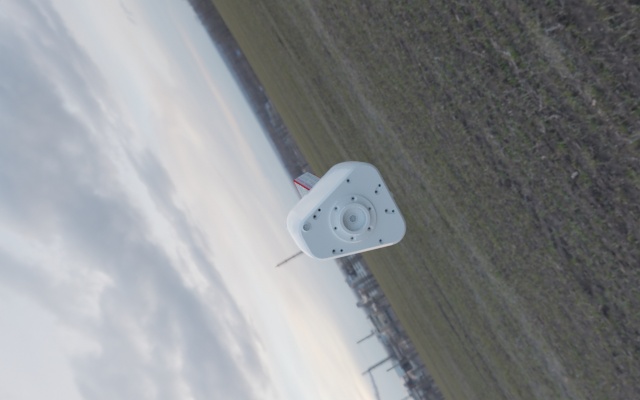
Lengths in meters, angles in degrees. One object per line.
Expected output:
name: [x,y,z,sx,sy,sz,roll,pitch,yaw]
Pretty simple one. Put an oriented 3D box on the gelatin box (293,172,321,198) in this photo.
gelatin box: [0.000,0.002,0.674,0.030,0.073,0.089,-31,20,-12]
